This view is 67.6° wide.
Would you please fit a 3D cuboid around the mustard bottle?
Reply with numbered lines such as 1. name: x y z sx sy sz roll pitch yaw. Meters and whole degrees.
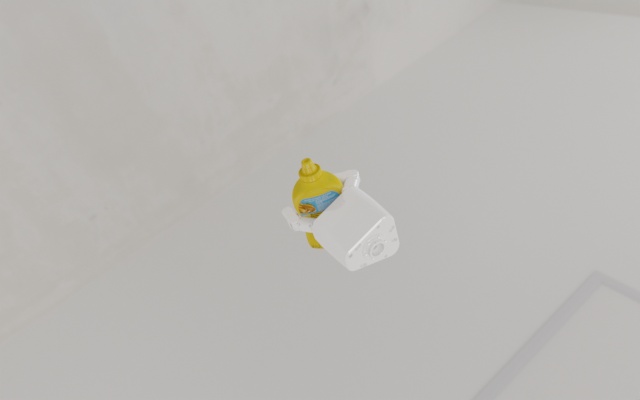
1. mustard bottle: 0.000 0.003 0.876 0.096 0.192 0.058 -16 39 4
